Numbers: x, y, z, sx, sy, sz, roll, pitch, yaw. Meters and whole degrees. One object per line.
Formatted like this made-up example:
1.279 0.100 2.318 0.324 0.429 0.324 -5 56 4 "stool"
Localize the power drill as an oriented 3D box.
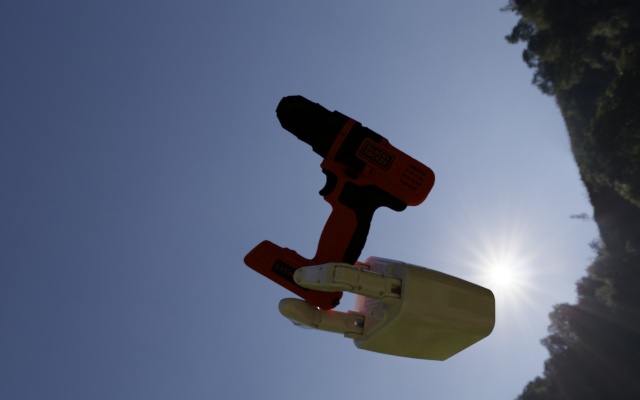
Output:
0.000 0.002 0.494 0.184 0.187 0.057 31 -5 6 "power drill"
